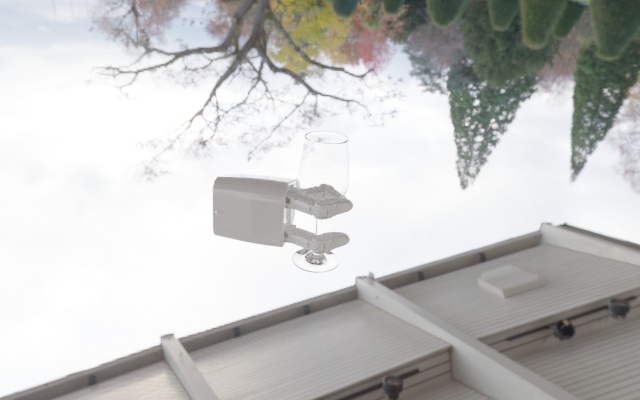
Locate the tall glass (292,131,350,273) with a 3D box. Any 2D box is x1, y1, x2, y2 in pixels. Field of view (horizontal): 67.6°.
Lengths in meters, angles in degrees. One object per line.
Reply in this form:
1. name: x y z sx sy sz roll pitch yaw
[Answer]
1. tall glass: 0.000 0.003 0.704 0.079 0.201 0.079 4 24 -2
